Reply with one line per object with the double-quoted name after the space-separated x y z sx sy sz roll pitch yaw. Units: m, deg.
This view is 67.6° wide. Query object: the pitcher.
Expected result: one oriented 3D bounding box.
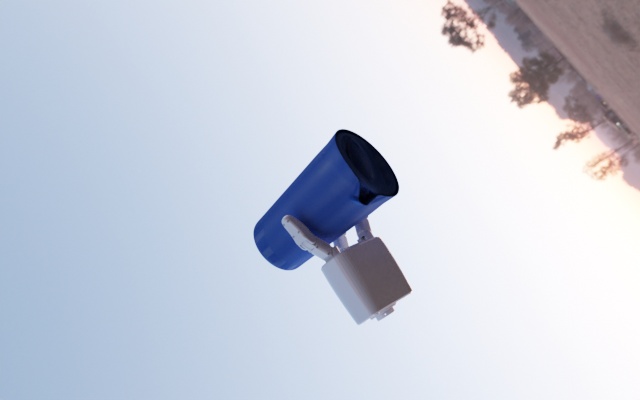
0.000 0.003 0.786 0.243 0.145 0.149 -42 -17 29 "pitcher"
